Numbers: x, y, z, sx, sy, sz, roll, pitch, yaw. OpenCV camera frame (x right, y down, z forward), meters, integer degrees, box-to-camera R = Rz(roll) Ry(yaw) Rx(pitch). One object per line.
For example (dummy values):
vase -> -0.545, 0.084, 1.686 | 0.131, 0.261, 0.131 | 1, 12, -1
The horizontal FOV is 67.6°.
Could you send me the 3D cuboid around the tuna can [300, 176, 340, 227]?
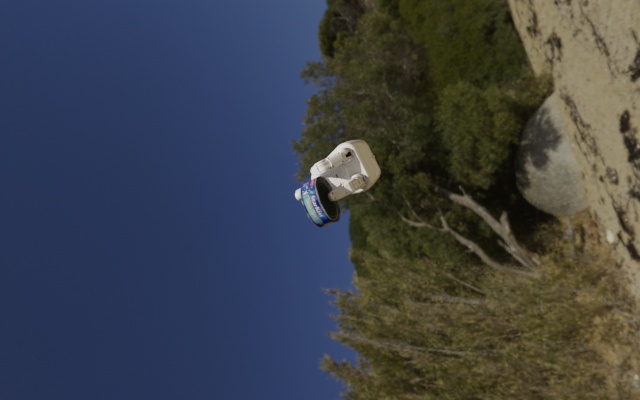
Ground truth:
tuna can -> 0.000, 0.003, 0.836 | 0.034, 0.086, 0.086 | -23, -9, 20
